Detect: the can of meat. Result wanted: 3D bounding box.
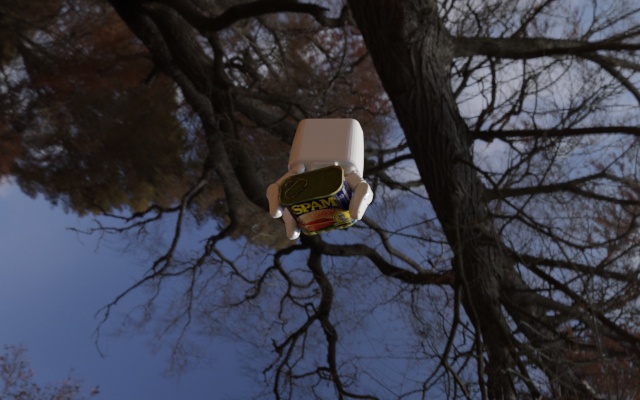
[{"bbox_3d":[0.000,0.003,0.722,0.102,0.057,0.084,-13,-44,18],"label":"can of meat"}]
